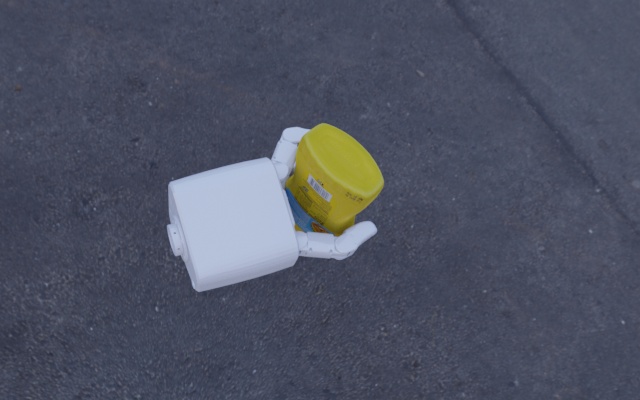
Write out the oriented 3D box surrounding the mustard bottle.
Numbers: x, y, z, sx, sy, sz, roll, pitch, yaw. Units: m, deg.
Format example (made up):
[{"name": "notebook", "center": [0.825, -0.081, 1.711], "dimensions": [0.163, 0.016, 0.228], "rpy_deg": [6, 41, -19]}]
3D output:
[{"name": "mustard bottle", "center": [0.000, 0.002, 0.556], "dimensions": [0.058, 0.096, 0.192], "rpy_deg": [-41, -11, -31]}]
